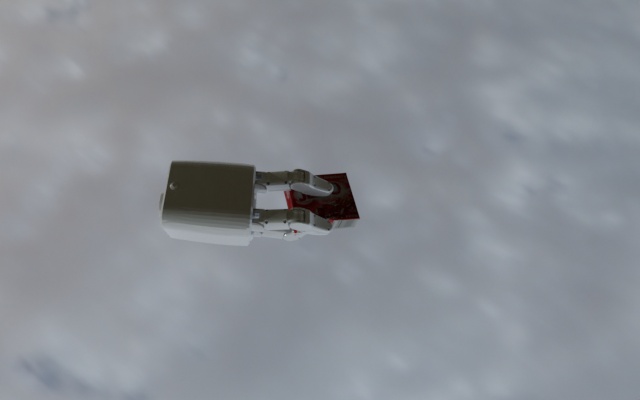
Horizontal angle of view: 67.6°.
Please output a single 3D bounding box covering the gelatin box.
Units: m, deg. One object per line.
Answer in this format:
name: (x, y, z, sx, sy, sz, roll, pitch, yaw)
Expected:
gelatin box: (0.000, 0.002, 0.637, 0.089, 0.073, 0.030, -5, -29, -19)
